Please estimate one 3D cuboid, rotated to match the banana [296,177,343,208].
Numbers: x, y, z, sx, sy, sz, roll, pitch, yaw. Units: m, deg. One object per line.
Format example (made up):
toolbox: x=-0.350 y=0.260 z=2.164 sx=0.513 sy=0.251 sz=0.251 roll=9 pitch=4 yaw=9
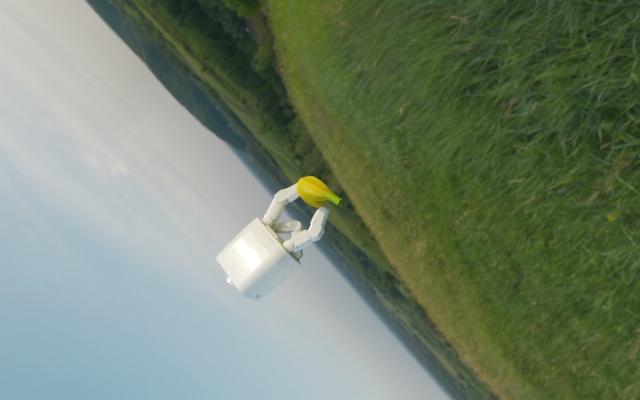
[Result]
banana: x=-0.012 y=-0.011 z=0.819 sx=0.037 sy=0.069 sz=0.198 roll=-44 pitch=5 yaw=-5
